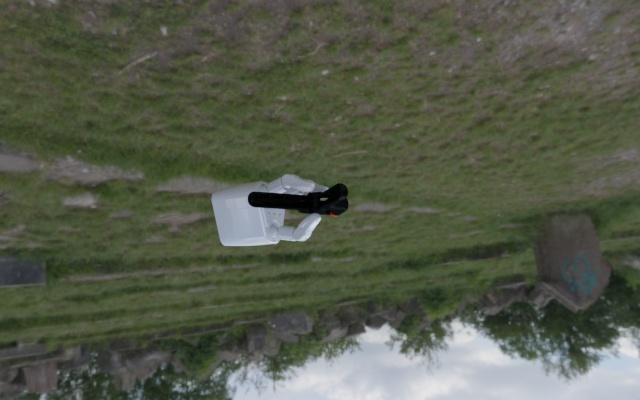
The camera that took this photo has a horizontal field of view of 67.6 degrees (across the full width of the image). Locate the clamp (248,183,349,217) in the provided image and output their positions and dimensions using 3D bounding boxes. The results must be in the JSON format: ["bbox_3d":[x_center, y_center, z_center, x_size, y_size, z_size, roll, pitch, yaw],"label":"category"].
[{"bbox_3d":[0.000,0.004,0.813,0.164,0.036,0.210,-5,-9,26],"label":"clamp"}]
